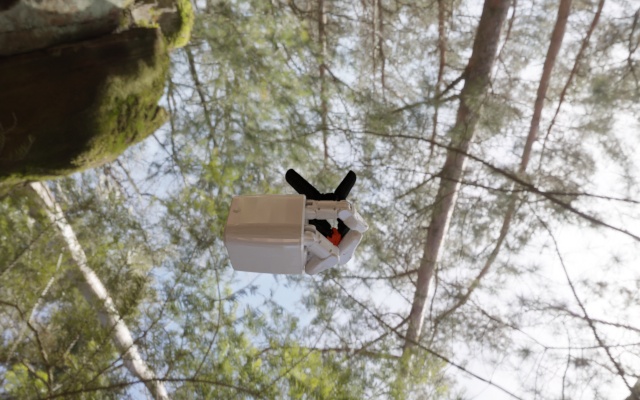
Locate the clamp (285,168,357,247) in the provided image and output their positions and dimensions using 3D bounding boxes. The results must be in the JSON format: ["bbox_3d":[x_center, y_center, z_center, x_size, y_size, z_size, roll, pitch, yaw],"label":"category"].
[{"bbox_3d":[0.000,0.003,0.751,0.120,0.039,0.171,2,38,0],"label":"clamp"}]
